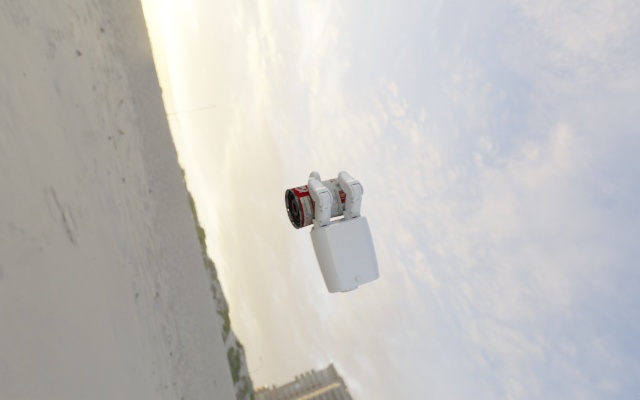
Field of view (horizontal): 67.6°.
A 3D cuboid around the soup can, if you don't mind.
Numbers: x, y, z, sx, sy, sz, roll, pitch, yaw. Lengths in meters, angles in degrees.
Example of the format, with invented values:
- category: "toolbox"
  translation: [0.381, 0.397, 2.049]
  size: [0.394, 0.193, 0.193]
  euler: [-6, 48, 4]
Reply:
- category: "soup can"
  translation: [0.000, 0.002, 0.791]
  size: [0.102, 0.068, 0.068]
  euler: [-14, 5, -21]
